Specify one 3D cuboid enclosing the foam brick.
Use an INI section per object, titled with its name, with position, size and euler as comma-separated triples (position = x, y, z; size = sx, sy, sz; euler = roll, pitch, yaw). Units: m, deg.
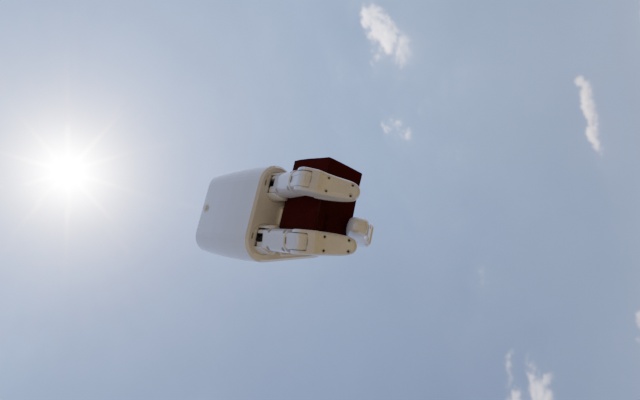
[foam brick]
position = 0.000, 0.001, 0.479
size = 0.051, 0.078, 0.053
euler = 0, -18, 45
